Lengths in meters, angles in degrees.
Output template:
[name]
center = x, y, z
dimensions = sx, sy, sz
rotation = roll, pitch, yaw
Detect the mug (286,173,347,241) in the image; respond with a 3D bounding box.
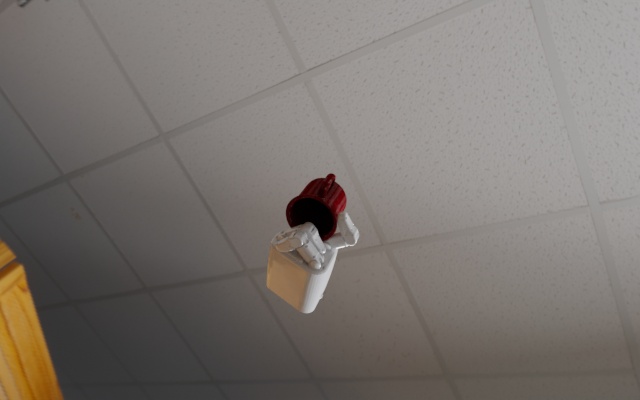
[mug]
center = 0.000, 0.001, 0.831
dimensions = 0.093, 0.117, 0.081
rotation = 24, 36, 8
